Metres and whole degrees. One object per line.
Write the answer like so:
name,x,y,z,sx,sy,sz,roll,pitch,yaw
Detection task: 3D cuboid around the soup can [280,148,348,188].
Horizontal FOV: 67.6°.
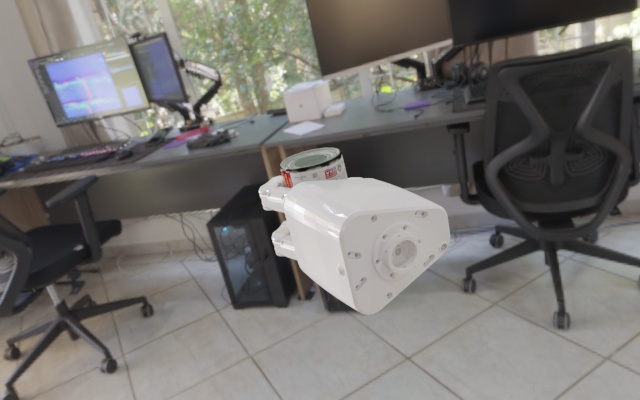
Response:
soup can,0.000,0.001,0.515,0.068,0.102,0.068,-12,20,4
